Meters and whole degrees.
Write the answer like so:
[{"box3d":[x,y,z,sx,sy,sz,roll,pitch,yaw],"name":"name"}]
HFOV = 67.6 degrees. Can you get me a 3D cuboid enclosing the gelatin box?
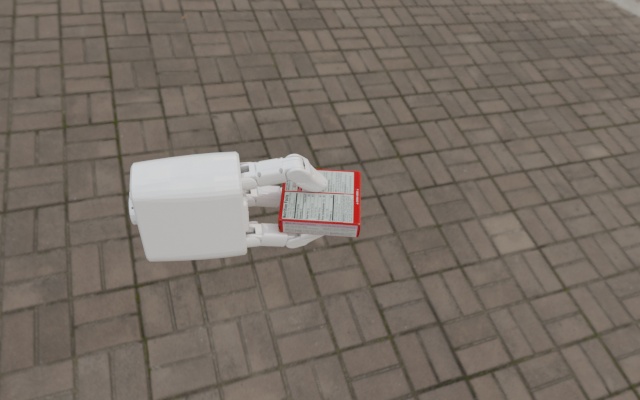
[{"box3d":[0.000,0.001,0.531,0.089,0.073,0.030,3,-35,1],"name":"gelatin box"}]
